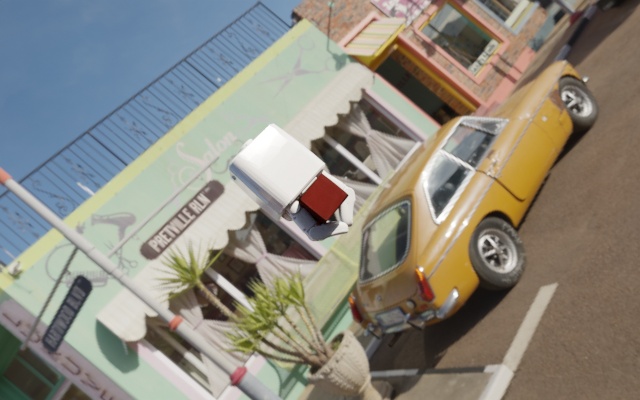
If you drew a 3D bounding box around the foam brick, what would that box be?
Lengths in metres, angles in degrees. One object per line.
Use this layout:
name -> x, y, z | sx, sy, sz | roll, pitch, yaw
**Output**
foam brick -> 0.000, 0.002, 0.710 | 0.051, 0.053, 0.078 | 40, -14, 1
